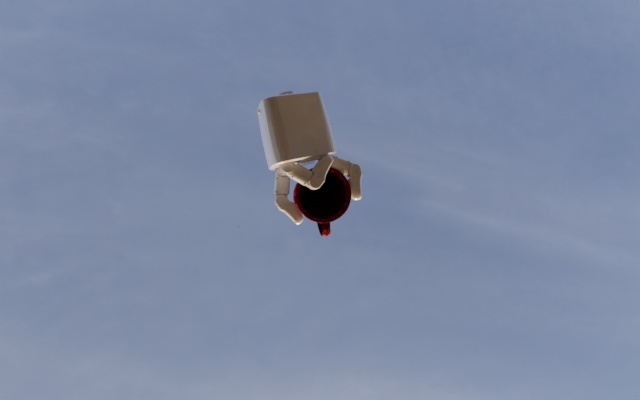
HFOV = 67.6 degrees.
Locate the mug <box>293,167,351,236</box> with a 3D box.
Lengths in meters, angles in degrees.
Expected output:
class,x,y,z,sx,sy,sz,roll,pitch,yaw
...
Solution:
class,x,y,z,sx,sy,sz,roll,pitch,yaw
mug,0.000,0.004,0.811,0.093,0.117,0.081,-11,1,-10
